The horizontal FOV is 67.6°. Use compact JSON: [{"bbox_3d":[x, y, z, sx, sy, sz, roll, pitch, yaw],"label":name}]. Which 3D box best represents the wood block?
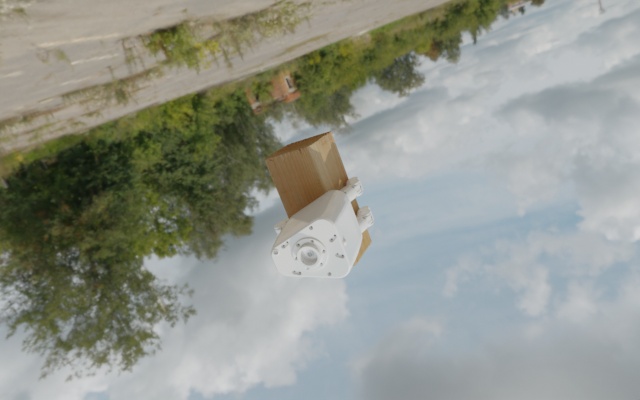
[{"bbox_3d":[0.000,0.003,0.794,0.091,0.206,0.090,-13,17,29],"label":"wood block"}]
